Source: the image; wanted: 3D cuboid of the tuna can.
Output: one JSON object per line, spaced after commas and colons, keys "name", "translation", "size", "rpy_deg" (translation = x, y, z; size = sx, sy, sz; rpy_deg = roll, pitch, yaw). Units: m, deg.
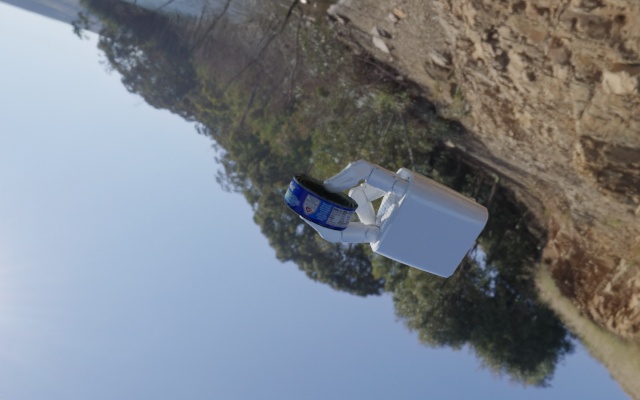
{"name": "tuna can", "translation": [0.000, 0.002, 0.573], "size": [0.086, 0.034, 0.086], "rpy_deg": [25, 12, -6]}
